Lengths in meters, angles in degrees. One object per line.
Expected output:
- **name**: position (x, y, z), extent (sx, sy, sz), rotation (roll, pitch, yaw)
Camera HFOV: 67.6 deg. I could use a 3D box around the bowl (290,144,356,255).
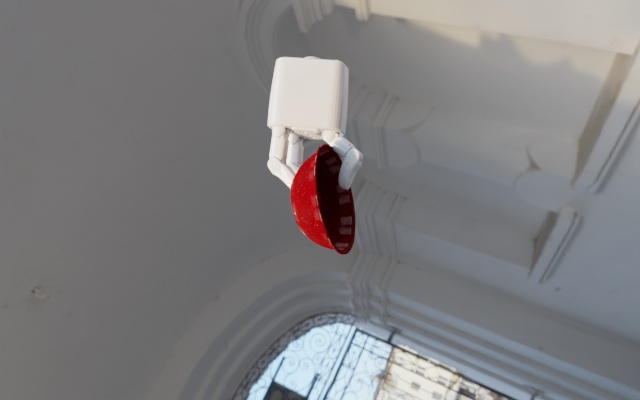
- **bowl**: position (0.000, 0.004, 0.695), extent (0.055, 0.162, 0.162), rotation (-11, -4, 20)
